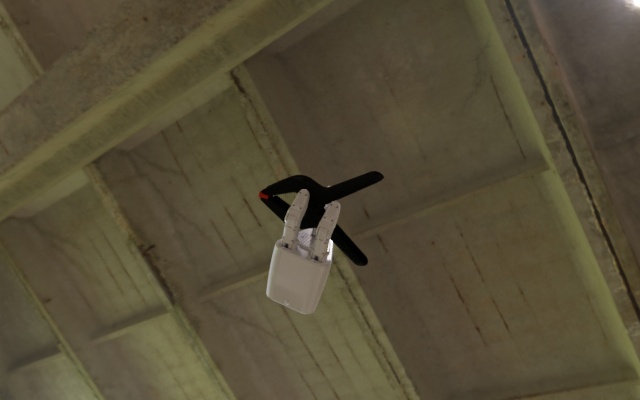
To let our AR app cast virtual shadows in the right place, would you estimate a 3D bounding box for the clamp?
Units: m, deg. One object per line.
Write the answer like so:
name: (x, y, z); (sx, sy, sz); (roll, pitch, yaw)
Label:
clamp: (0.000, 0.002, 0.785); (0.210, 0.165, 0.036); (21, 24, 13)
